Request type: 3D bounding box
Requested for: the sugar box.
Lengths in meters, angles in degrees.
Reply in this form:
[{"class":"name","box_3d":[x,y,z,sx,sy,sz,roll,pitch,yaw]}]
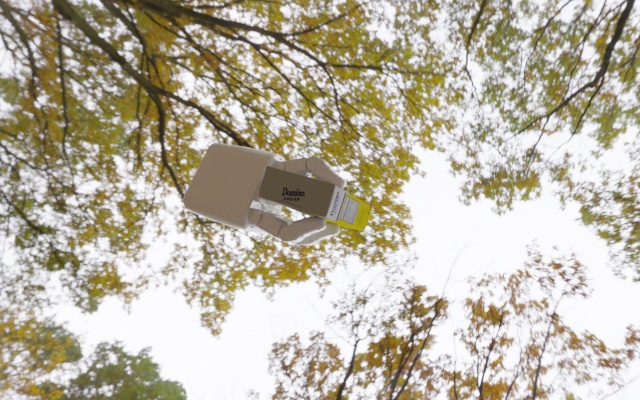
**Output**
[{"class":"sugar box","box_3d":[0.000,0.003,0.627,0.093,0.048,0.176,16,0,22]}]
